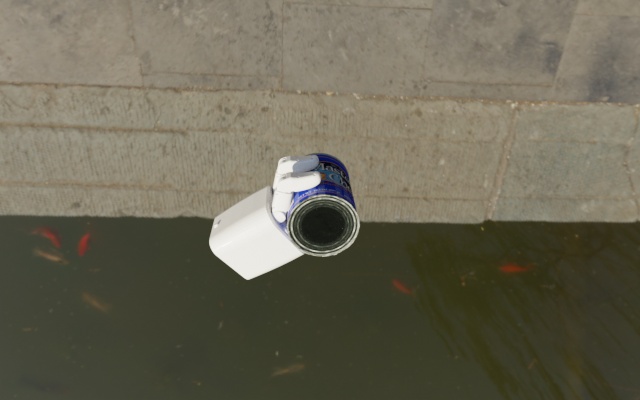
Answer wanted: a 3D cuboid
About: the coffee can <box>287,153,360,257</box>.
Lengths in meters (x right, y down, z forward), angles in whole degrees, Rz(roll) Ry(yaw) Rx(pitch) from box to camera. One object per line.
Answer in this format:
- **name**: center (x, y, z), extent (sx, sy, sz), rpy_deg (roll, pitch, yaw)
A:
- **coffee can**: center (0.000, 0.002, 0.725), extent (0.103, 0.103, 0.140), rpy_deg (0, 30, -4)
